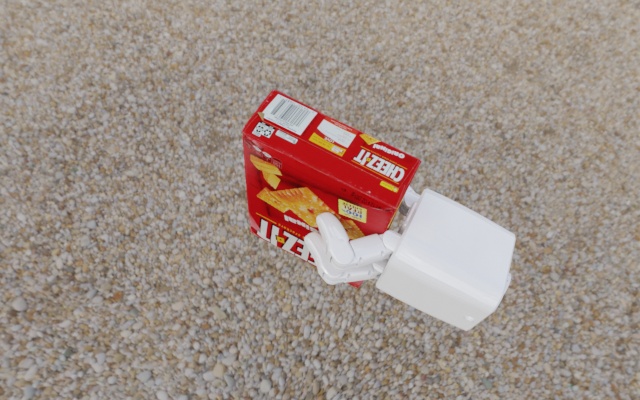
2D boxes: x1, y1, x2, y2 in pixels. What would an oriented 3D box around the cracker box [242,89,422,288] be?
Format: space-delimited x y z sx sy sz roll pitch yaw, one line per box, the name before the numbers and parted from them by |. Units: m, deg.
cracker box | 0.000 0.002 0.531 0.164 0.072 0.214 27 -29 10
